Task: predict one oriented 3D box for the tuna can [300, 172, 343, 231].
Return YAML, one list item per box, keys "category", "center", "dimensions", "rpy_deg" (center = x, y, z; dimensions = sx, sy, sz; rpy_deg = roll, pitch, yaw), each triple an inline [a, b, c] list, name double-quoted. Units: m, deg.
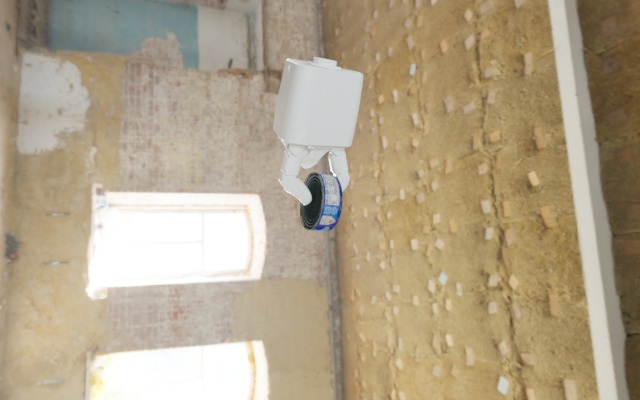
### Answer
- category: "tuna can"
  center: [0.001, 0.002, 0.705]
  dimensions: [0.034, 0.086, 0.086]
  rpy_deg: [6, -2, -23]
